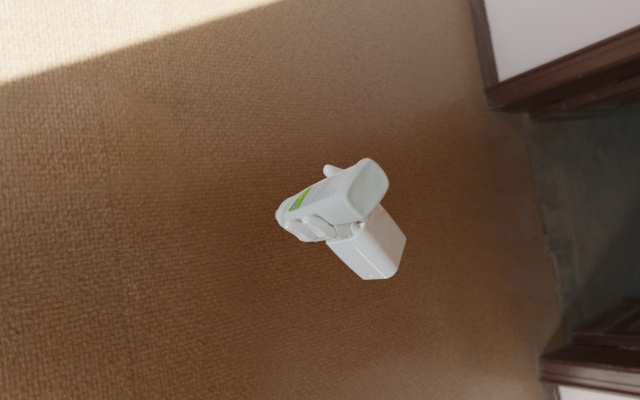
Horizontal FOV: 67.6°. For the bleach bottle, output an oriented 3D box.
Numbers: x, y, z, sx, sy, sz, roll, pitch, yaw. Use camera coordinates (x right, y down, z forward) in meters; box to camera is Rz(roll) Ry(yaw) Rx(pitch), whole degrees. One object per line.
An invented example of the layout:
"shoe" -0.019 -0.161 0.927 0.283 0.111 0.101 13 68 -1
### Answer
"bleach bottle" 0.000 0.003 0.830 0.251 0.068 0.102 -16 31 54
